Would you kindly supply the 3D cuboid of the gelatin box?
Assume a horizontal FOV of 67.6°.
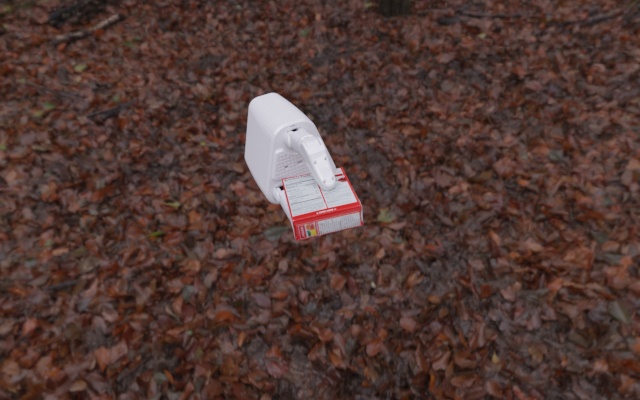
[{"bbox_3d":[0.000,0.002,0.522,0.073,0.030,0.089,-12,33,-6],"label":"gelatin box"}]
